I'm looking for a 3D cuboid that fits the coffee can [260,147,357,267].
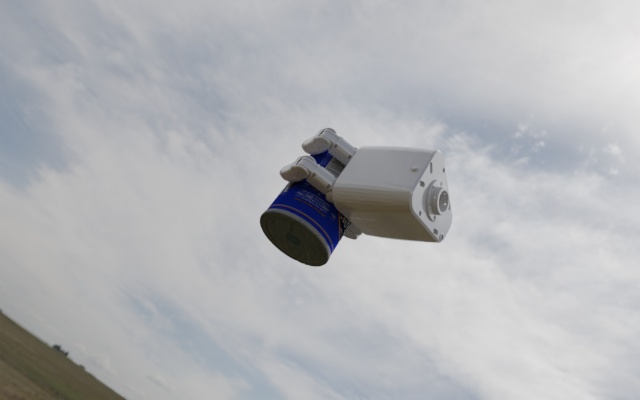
[{"bbox_3d":[0.000,0.002,0.638,0.103,0.103,0.140,0,44,44],"label":"coffee can"}]
